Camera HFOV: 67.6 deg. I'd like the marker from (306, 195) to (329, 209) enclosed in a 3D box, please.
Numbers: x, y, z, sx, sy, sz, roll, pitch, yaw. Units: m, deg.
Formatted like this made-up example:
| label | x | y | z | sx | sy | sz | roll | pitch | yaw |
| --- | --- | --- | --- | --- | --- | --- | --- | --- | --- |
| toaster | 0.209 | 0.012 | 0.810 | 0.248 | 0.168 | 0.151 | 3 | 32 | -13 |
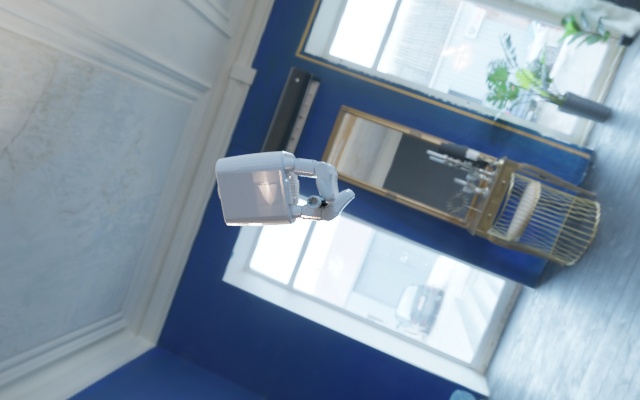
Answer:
| label | x | y | z | sx | sy | sz | roll | pitch | yaw |
| --- | --- | --- | --- | --- | --- | --- | --- | --- | --- |
| marker | 0.000 | 0.002 | 0.712 | 0.020 | 0.020 | 0.121 | 0 | 1 | 10 |
